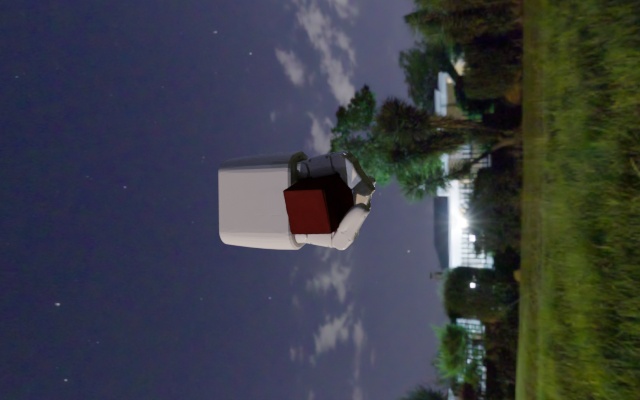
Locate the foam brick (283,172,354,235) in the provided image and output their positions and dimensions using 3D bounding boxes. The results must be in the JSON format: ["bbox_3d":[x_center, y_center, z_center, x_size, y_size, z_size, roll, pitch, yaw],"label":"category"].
[{"bbox_3d":[0.000,0.002,0.546,0.051,0.053,0.078,-2,16,25],"label":"foam brick"}]
